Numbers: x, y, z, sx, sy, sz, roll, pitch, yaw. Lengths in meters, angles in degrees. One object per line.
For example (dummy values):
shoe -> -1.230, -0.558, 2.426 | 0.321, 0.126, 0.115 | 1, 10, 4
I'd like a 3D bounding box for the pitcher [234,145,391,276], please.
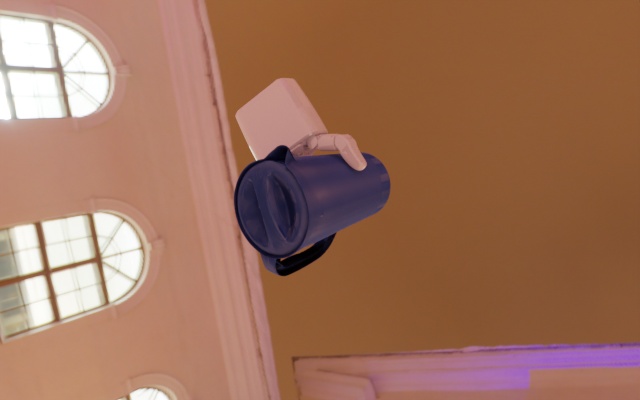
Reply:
pitcher -> 0.000, 0.002, 0.713 | 0.149, 0.145, 0.243 | -39, -15, 37
